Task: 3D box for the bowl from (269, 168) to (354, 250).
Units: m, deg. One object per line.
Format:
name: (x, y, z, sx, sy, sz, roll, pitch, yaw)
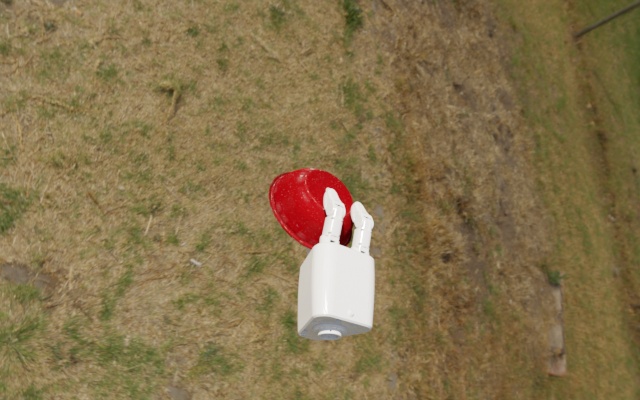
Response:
bowl: (0.000, 0.001, 0.765, 0.162, 0.162, 0.055, 0, -36, -43)
